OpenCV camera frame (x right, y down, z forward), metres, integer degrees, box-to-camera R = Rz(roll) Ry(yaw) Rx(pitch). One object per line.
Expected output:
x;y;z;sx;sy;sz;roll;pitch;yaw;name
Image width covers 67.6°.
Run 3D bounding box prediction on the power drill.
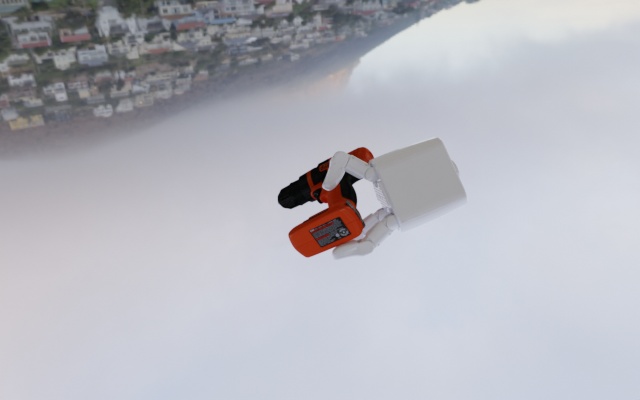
0.000;0.003;0.744;0.184;0.057;0.187;-27;28;21;power drill
